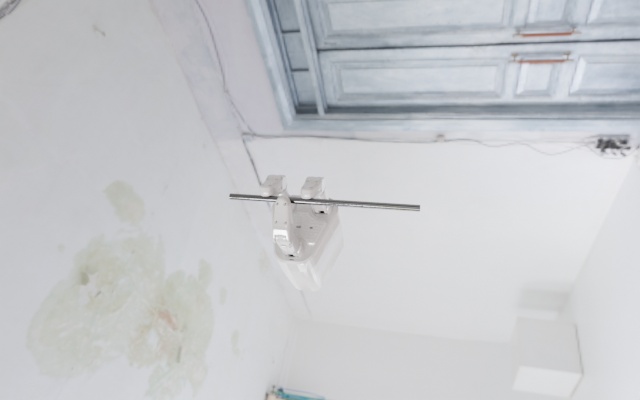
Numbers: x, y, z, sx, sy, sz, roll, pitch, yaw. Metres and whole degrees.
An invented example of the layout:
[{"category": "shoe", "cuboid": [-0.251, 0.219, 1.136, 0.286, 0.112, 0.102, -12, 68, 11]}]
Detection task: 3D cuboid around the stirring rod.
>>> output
[{"category": "stirring rod", "cuboid": [0.000, 0.002, 0.588, 0.239, 0.011, 0.011, 4, 1, 14]}]
